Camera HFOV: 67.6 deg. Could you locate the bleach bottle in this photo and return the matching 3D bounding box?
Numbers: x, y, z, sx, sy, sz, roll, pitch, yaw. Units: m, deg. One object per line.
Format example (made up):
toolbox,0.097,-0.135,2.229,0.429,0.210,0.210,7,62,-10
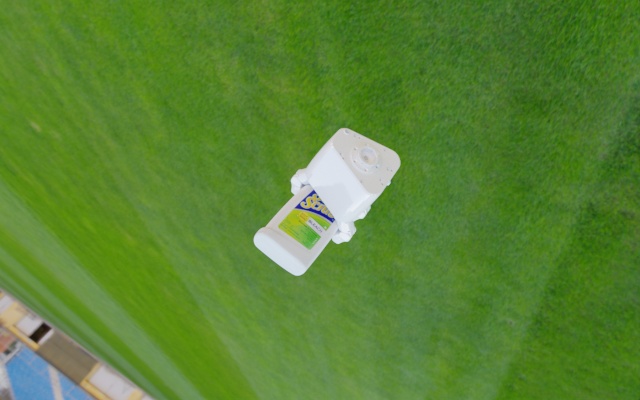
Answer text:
bleach bottle,0.000,0.003,0.818,0.102,0.250,0.068,38,-30,-2
